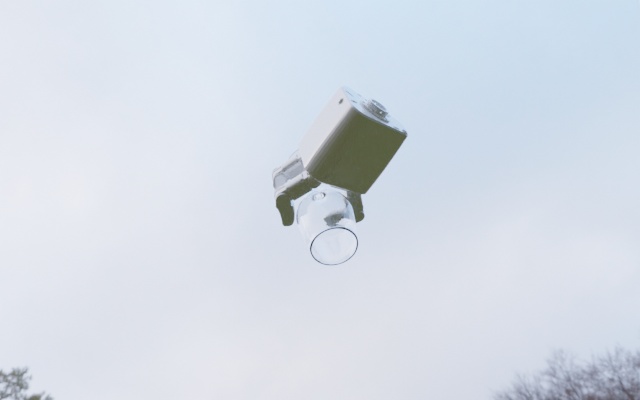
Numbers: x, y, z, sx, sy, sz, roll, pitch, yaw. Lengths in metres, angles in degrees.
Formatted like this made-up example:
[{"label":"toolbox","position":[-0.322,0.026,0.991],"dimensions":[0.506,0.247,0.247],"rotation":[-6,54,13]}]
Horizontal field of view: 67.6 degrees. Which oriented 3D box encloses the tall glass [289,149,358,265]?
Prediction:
[{"label":"tall glass","position":[0.000,0.002,0.675],"dimensions":[0.079,0.079,0.201],"rotation":[0,35,-12]}]
